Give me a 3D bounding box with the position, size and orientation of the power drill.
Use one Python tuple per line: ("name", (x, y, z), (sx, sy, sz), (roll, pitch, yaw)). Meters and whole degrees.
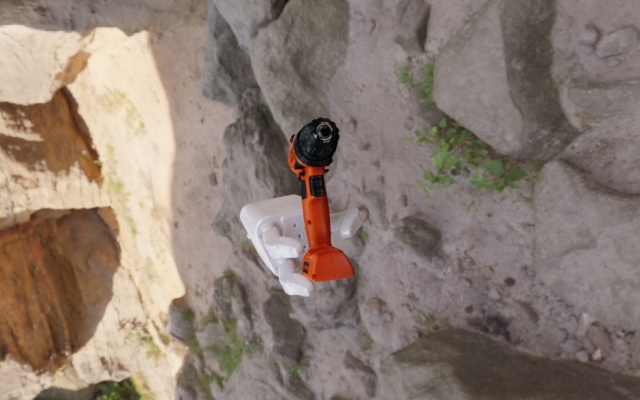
("power drill", (0.000, 0.002, 0.589), (0.057, 0.187, 0.184), (-6, -4, -8))
